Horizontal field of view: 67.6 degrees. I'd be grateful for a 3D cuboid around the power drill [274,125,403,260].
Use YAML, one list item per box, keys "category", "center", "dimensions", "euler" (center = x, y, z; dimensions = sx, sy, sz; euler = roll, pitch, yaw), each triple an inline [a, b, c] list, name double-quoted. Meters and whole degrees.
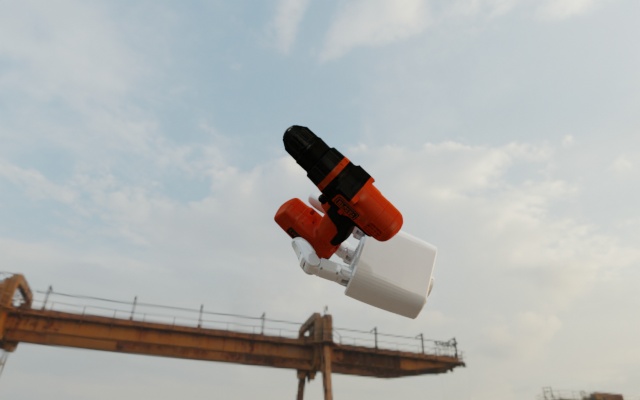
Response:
- category: "power drill"
  center: [0.000, 0.002, 0.641]
  dimensions: [0.057, 0.184, 0.188]
  euler: [-46, 1, -30]
